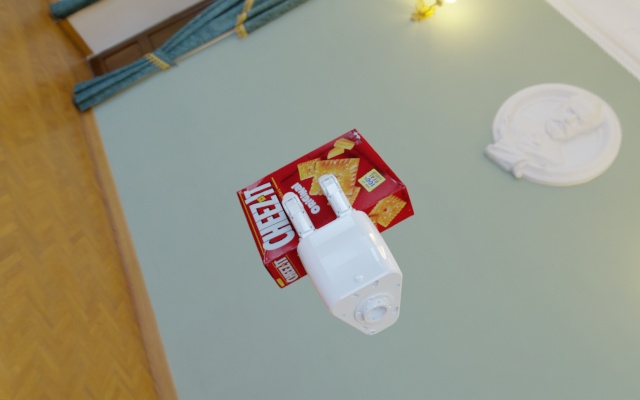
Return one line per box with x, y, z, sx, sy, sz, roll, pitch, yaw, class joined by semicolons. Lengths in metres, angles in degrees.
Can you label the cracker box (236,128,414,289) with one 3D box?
0.000;0.002;0.692;0.213;0.072;0.164;-28;44;-2;cracker box
